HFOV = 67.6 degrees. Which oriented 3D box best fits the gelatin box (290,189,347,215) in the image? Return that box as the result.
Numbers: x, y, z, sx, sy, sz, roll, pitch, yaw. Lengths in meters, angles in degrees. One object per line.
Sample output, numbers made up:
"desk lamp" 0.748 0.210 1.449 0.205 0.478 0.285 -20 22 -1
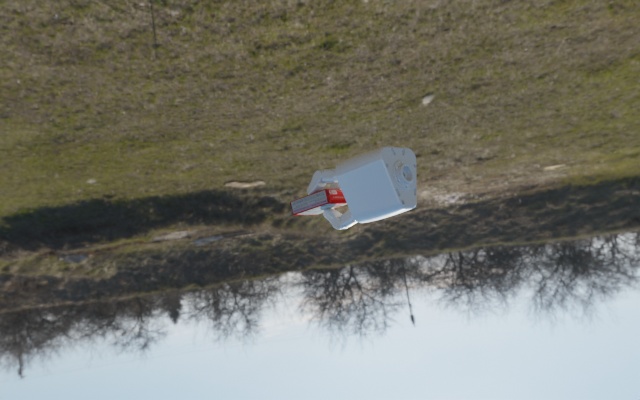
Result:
"gelatin box" 0.000 0.003 0.896 0.089 0.030 0.073 -20 -12 33
